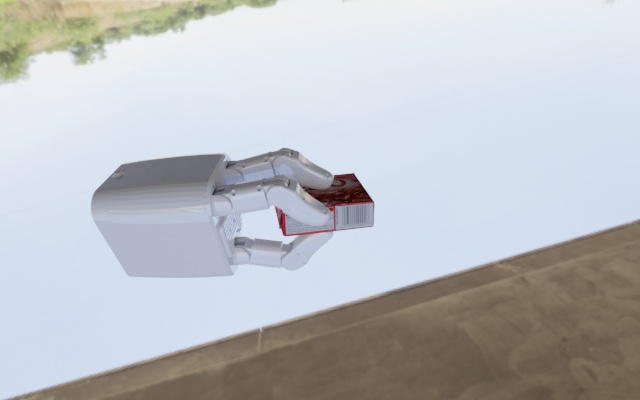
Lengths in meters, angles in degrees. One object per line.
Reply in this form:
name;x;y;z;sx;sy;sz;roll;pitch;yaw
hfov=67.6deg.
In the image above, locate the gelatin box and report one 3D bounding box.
gelatin box;0.000;0.002;0.464;0.089;0.030;0.073;-6;25;-10
